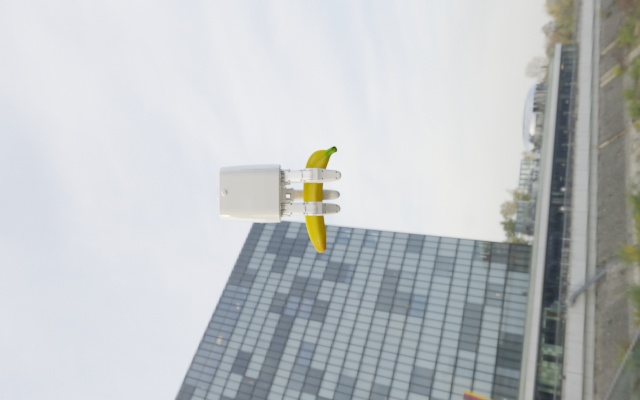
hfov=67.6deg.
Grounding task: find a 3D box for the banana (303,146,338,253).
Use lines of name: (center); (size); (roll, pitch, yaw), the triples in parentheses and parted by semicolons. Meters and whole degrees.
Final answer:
banana: (-0.007, -0.007, 0.849); (0.037, 0.198, 0.069); (-5, 22, -23)
